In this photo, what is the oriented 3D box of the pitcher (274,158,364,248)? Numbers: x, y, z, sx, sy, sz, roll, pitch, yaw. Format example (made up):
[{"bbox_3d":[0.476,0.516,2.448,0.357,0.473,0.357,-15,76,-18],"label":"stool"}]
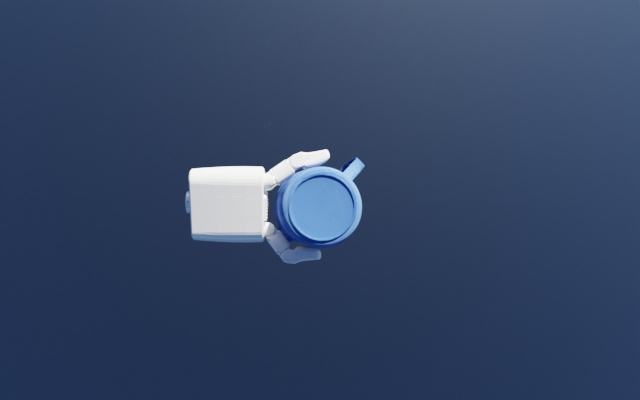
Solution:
[{"bbox_3d":[0.000,0.002,0.740,0.145,0.149,0.243,1,-1,-5],"label":"pitcher"}]
